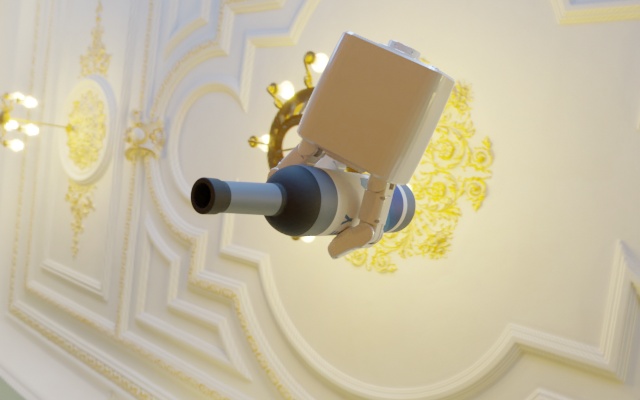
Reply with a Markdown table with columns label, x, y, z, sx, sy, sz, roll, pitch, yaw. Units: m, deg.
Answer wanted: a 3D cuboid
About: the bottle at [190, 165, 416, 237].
| label | x | y | z | sx | sy | sz | roll | pitch | yaw |
| --- | --- | --- | --- | --- | --- | --- | --- | --- | --- |
| bottle | 0.000 | 0.002 | 0.467 | 0.069 | 0.069 | 0.296 | 0 | -2 | 36 |
